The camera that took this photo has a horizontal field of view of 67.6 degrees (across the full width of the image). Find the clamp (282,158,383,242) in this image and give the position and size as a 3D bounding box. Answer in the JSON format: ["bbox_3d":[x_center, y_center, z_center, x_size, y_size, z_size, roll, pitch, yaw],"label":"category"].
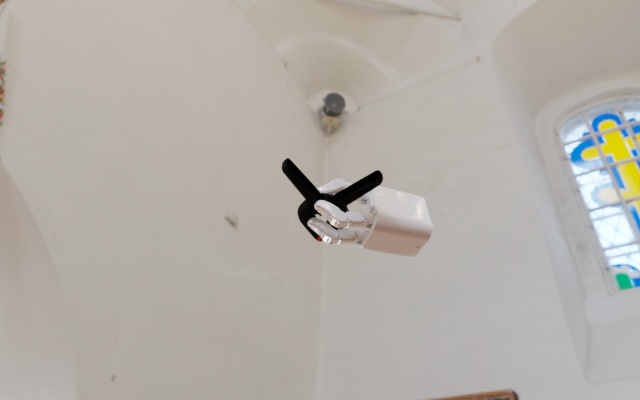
[{"bbox_3d":[0.000,0.002,0.838,0.164,0.036,0.210,12,-38,-8],"label":"clamp"}]
